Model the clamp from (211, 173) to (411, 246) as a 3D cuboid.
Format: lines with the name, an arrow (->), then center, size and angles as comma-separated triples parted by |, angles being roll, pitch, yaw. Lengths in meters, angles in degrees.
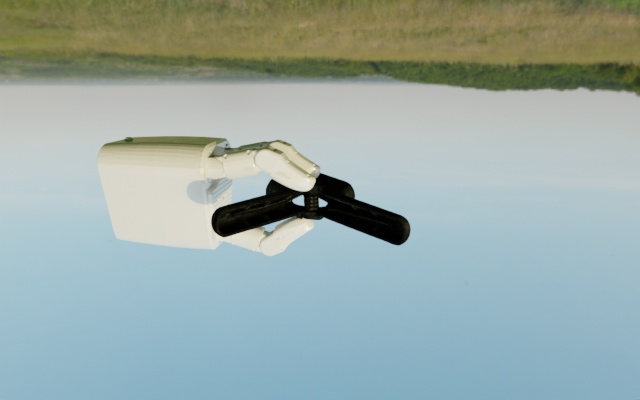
clamp -> 0.000, 0.002, 0.478 | 0.164, 0.036, 0.210 | 6, 14, 4
